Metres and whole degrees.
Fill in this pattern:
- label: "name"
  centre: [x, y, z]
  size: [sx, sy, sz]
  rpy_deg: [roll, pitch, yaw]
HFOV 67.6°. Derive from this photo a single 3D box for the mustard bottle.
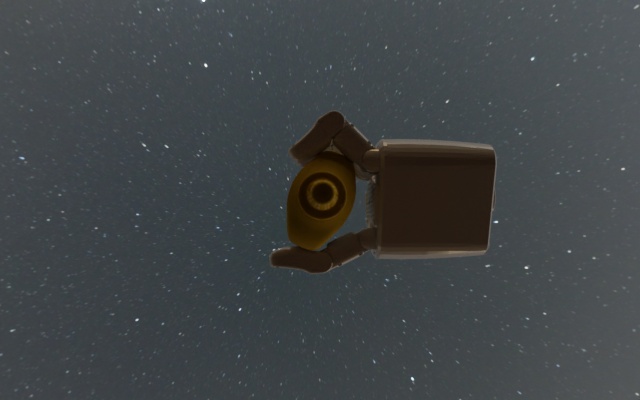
- label: "mustard bottle"
  centre: [0.000, 0.001, 0.469]
  size: [0.058, 0.096, 0.191]
  rpy_deg: [25, -4, 0]
